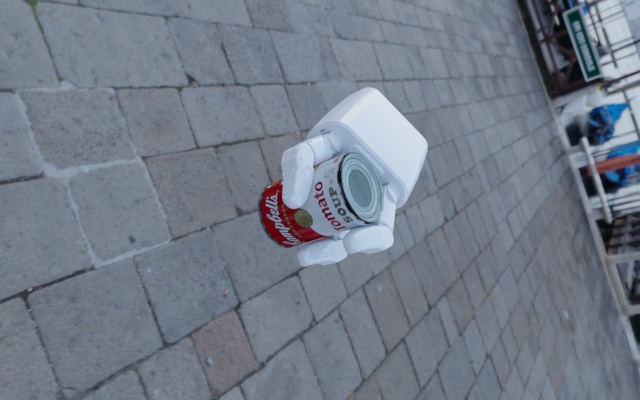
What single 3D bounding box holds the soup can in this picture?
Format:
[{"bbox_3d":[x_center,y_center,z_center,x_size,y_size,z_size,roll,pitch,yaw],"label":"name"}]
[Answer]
[{"bbox_3d":[0.000,0.002,0.450,0.102,0.068,0.068,-19,-12,36],"label":"soup can"}]
